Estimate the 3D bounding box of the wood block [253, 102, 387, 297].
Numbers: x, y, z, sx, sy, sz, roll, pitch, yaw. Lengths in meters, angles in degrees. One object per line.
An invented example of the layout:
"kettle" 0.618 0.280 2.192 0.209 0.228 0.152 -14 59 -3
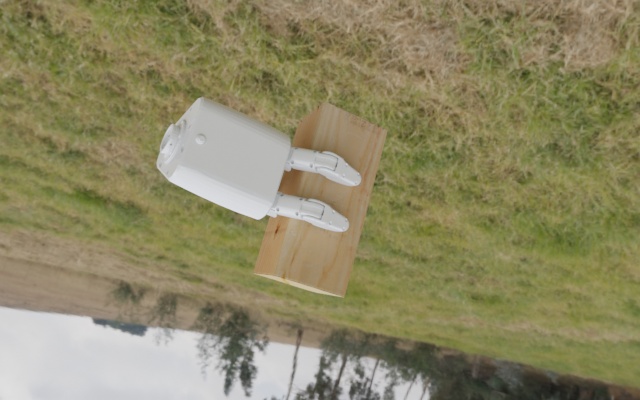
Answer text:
"wood block" 0.000 0.002 0.578 0.090 0.206 0.091 21 -14 -20
